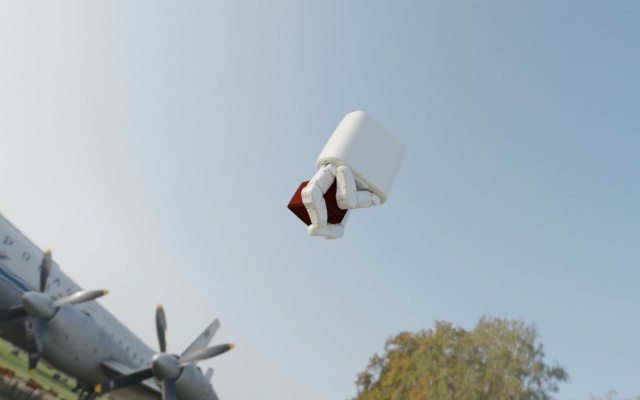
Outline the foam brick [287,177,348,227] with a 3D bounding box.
[{"bbox_3d":[0.000,0.002,0.719,0.078,0.051,0.053,-8,-45,47],"label":"foam brick"}]
